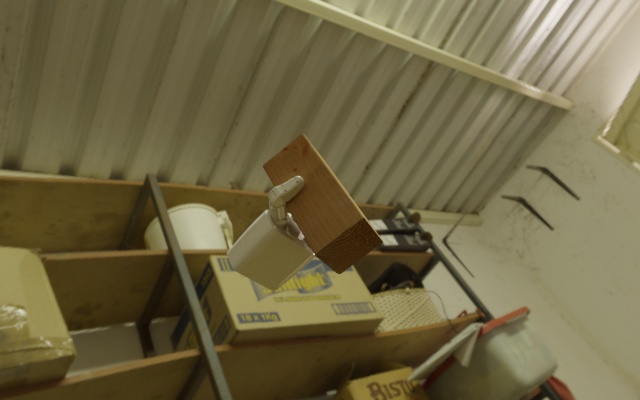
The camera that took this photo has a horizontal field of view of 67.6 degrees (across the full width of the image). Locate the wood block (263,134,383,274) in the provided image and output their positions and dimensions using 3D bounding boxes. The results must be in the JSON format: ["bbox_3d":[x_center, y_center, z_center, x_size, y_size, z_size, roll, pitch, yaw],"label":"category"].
[{"bbox_3d":[0.000,0.003,0.765,0.090,0.206,0.091,-37,-37,5],"label":"wood block"}]
